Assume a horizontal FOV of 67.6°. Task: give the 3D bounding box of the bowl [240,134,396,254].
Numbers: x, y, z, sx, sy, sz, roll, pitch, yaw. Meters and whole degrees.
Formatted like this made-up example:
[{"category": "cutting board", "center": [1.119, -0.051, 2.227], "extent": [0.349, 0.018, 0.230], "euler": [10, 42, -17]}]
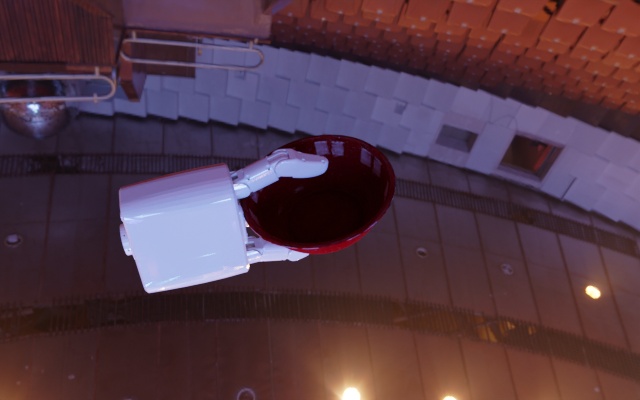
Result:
[{"category": "bowl", "center": [0.001, 0.002, 0.509], "extent": [0.162, 0.162, 0.055], "euler": [0, -42, 13]}]
